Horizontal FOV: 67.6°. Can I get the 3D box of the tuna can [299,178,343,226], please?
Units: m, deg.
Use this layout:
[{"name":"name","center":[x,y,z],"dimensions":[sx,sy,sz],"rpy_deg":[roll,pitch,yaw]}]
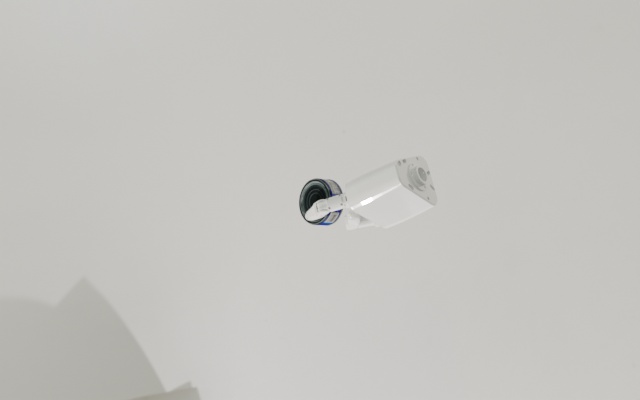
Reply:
[{"name":"tuna can","center":[0.000,0.003,0.865],"dimensions":[0.034,0.086,0.086],"rpy_deg":[4,-3,-44]}]
